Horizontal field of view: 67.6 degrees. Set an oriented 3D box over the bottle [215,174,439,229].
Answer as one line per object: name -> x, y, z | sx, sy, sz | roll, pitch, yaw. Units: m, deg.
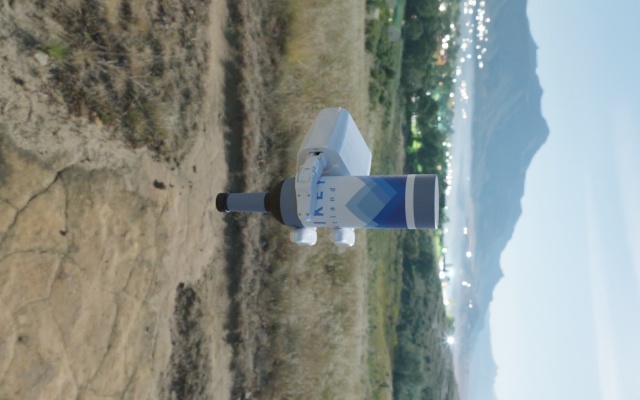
bottle -> 0.000, 0.002, 0.620 | 0.296, 0.069, 0.069 | 0, 0, 18
